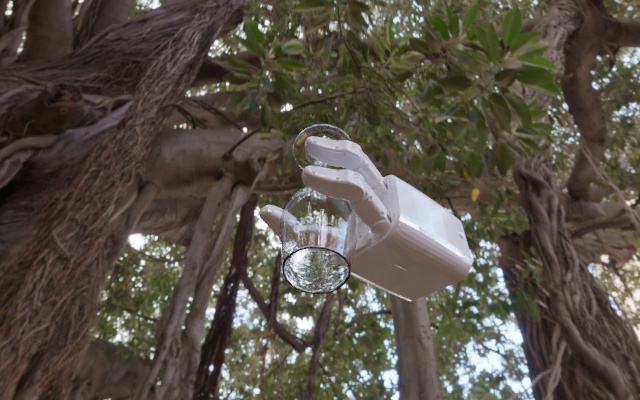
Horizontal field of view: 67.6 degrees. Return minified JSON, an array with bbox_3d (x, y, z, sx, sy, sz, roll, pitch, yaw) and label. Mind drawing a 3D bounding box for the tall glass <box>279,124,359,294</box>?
[{"bbox_3d":[0.000,0.001,0.502,0.079,0.079,0.200,0,38,3],"label":"tall glass"}]
